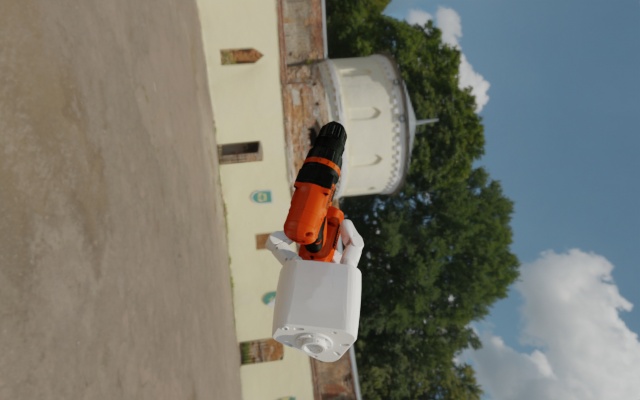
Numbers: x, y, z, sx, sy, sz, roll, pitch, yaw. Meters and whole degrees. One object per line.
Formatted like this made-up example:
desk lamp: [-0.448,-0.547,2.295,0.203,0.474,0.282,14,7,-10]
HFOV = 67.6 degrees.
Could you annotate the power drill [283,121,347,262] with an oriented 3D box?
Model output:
power drill: [0.000,0.003,0.698,0.057,0.184,0.188,14,-26,13]
